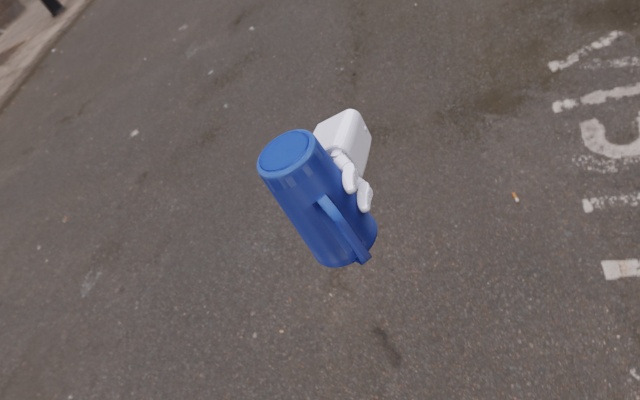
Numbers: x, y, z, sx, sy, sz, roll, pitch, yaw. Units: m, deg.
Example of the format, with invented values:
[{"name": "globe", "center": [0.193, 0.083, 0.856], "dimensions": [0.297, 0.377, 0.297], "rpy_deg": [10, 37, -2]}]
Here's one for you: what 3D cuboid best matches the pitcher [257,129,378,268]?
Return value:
[{"name": "pitcher", "center": [0.000, 0.003, 0.818], "dimensions": [0.149, 0.145, 0.243], "rpy_deg": [-6, -43, 30]}]
